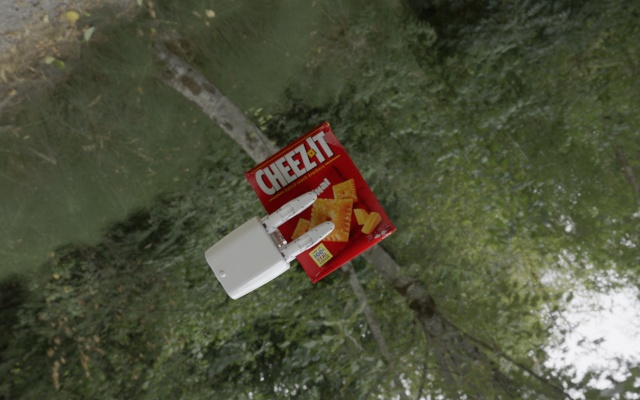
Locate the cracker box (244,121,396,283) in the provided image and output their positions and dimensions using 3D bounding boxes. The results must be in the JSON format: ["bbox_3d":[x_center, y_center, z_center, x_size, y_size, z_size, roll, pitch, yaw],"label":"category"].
[{"bbox_3d":[0.000,0.003,0.796,0.164,0.213,0.072,-33,-1,2],"label":"cracker box"}]
